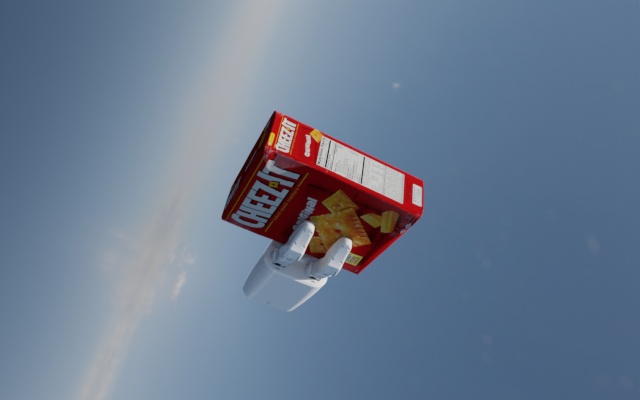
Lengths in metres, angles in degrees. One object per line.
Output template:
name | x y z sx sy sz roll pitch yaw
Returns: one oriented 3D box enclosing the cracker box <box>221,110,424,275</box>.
cracker box | 0.000 0.002 0.622 0.214 0.072 0.164 23 -42 -16
